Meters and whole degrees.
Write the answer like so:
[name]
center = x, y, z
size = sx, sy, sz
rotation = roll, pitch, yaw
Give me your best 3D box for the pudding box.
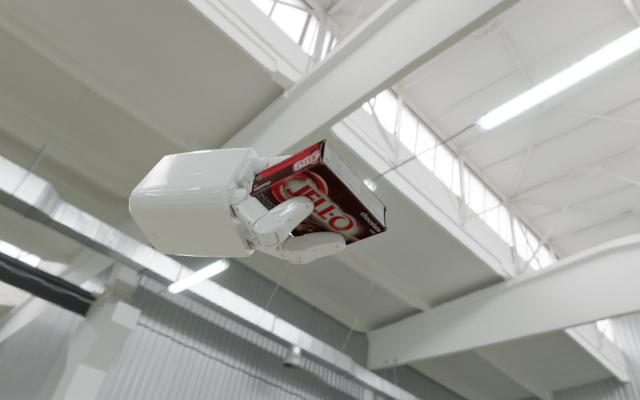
[pudding box]
center = 0.000, 0.001, 0.478
size = 0.090, 0.039, 0.113
rotation = -23, -49, 31
